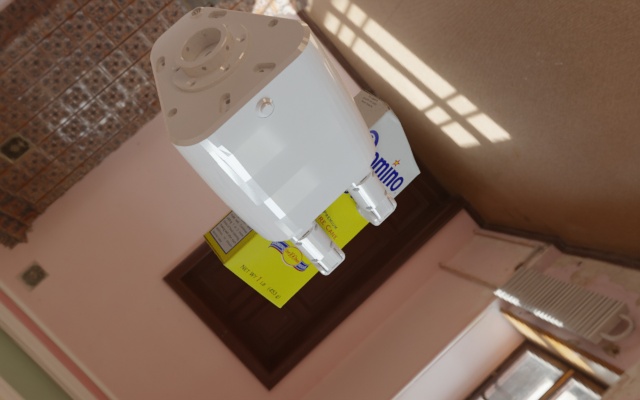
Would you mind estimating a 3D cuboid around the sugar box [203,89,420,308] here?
[{"bbox_3d":[0.000,0.002,0.401,0.048,0.176,0.093,45,-4,41],"label":"sugar box"}]
